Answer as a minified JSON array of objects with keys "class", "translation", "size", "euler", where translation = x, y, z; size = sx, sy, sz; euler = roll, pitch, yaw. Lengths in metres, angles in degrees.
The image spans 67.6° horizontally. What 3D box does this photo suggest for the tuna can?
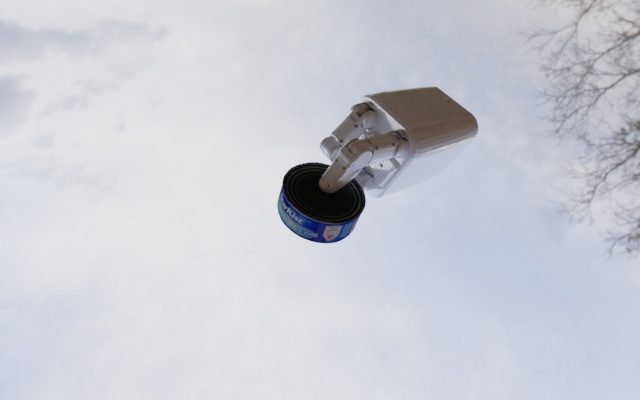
[{"class":"tuna can","translation":[0.000,0.002,0.483],"size":[0.086,0.086,0.034],"euler":[0,-44,-21]}]
